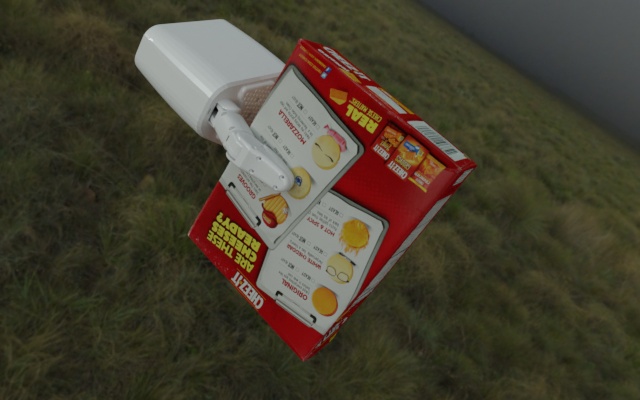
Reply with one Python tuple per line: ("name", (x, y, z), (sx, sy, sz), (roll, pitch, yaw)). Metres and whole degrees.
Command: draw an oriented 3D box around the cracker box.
("cracker box", (0.000, 0.001, 0.412), (0.164, 0.214, 0.072), (43, 26, 18))
